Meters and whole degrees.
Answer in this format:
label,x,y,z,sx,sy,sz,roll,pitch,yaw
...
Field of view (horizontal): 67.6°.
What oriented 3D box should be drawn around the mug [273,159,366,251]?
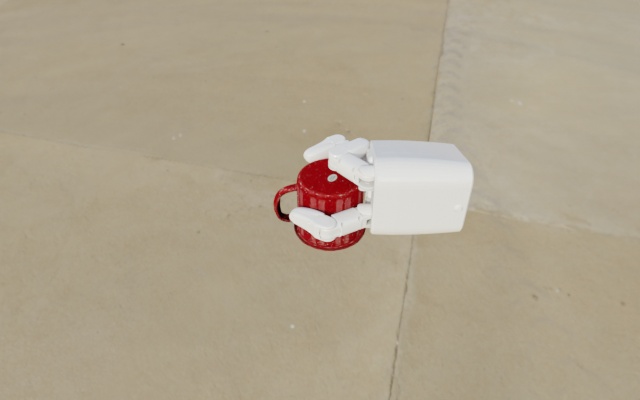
label,x,y,z,sx,sy,sz,roll,pitch,yaw
mug,-0.001,0.002,0.594,0.117,0.082,0.093,0,39,0
